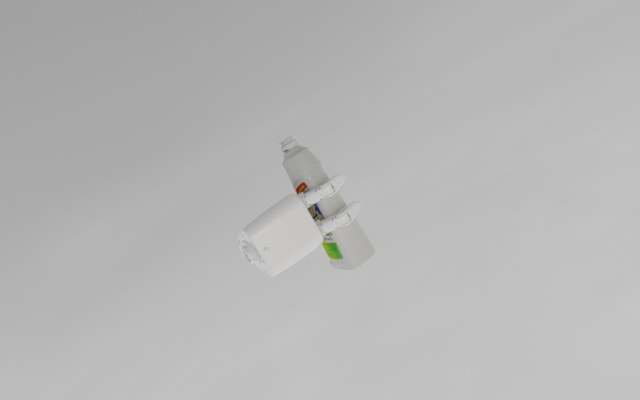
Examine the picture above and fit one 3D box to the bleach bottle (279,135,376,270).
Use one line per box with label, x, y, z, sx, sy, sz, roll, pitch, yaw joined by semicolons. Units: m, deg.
bleach bottle;0.000;0.003;0.841;0.068;0.251;0.102;-35;12;-22
